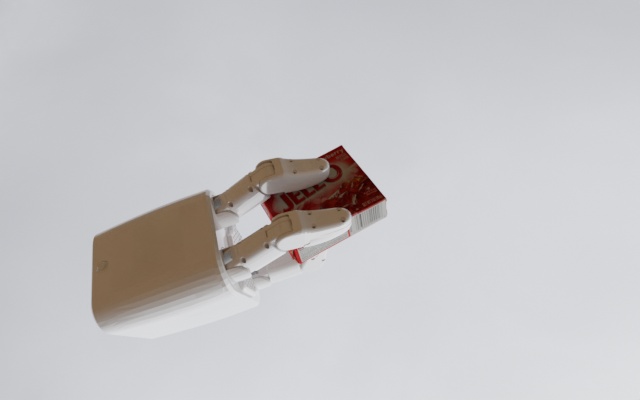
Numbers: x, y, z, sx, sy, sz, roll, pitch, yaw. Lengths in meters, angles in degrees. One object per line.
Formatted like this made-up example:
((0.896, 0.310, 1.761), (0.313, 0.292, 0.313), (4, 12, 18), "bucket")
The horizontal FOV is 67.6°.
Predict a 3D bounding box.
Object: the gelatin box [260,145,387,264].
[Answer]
((0.000, 0.001, 0.404), (0.089, 0.073, 0.030), (-28, -36, -11), "gelatin box")
